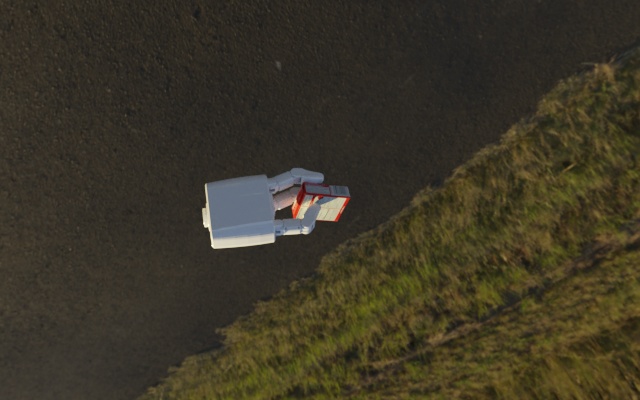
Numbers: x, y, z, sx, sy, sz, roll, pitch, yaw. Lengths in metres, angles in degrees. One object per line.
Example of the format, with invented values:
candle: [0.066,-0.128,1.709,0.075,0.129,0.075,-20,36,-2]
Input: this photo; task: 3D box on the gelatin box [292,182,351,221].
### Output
gelatin box: [0.001,0.003,0.866,0.089,0.030,0.073,5,-40,-19]
